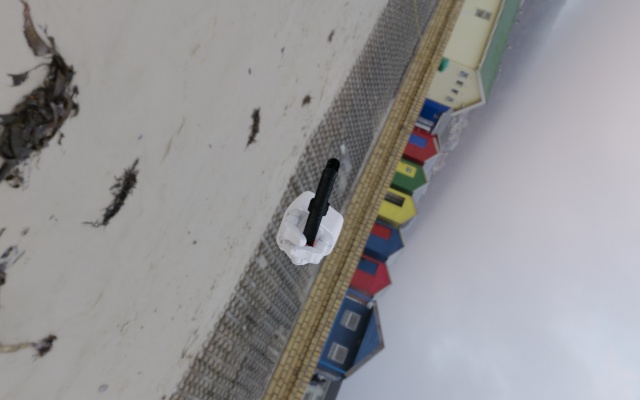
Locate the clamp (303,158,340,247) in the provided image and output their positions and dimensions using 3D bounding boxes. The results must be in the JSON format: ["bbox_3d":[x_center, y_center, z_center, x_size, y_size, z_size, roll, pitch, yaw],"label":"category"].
[{"bbox_3d":[0.001,0.003,0.862,0.039,0.171,0.120,23,24,5],"label":"clamp"}]
